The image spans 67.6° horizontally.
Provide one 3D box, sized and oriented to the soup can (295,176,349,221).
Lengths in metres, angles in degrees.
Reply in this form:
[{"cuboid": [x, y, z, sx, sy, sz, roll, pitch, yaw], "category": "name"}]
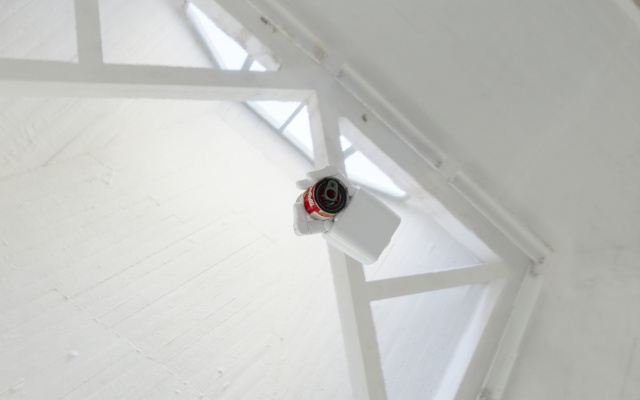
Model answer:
[{"cuboid": [0.000, 0.003, 0.870, 0.068, 0.068, 0.102, 0, -14, -23], "category": "soup can"}]
